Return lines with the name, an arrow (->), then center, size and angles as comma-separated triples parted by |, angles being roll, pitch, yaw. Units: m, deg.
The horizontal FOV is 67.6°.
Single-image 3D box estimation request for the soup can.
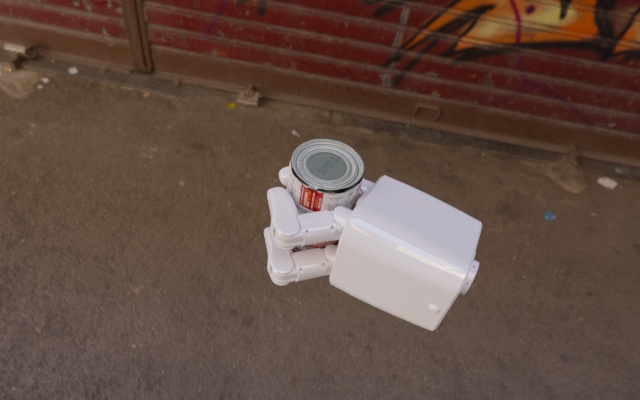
soup can -> 0.000, 0.001, 0.452 | 0.068, 0.068, 0.102 | 0, -42, -10
